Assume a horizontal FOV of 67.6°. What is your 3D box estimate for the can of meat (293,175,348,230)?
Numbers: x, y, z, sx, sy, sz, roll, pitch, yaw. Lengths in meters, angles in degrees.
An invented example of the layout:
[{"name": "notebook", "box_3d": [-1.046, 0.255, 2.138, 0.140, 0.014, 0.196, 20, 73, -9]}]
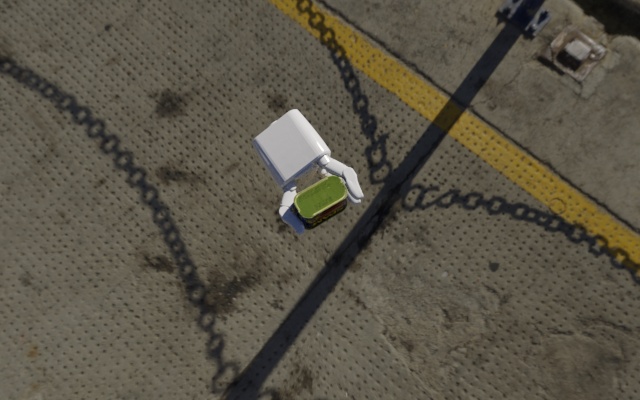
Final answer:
[{"name": "can of meat", "box_3d": [0.000, 0.003, 0.872, 0.102, 0.057, 0.084, -30, -13, -8]}]
